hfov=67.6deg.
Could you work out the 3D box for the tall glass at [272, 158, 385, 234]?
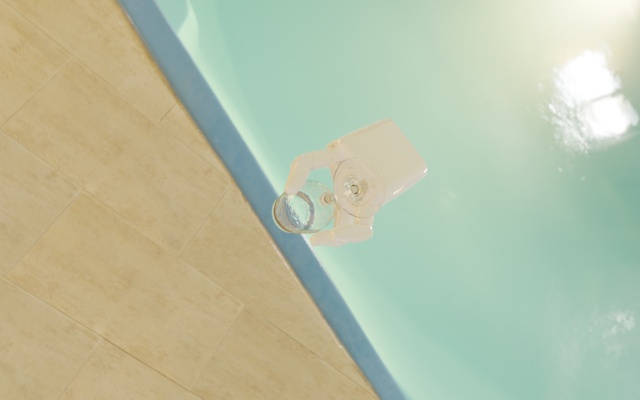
[{"bbox_3d":[0.000,0.002,0.656,0.079,0.079,0.201,0,-10,-29],"label":"tall glass"}]
